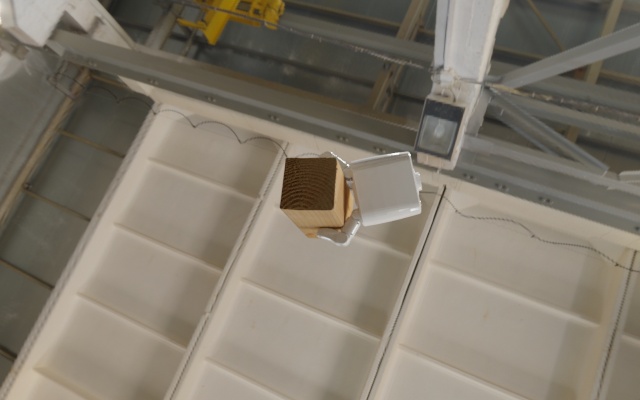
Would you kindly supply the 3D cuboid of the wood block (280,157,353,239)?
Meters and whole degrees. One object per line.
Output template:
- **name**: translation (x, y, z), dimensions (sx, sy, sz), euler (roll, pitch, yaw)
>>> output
- **wood block**: translation (0.001, 0.003, 0.856), dimensions (0.090, 0.090, 0.206), euler (1, -17, 12)
